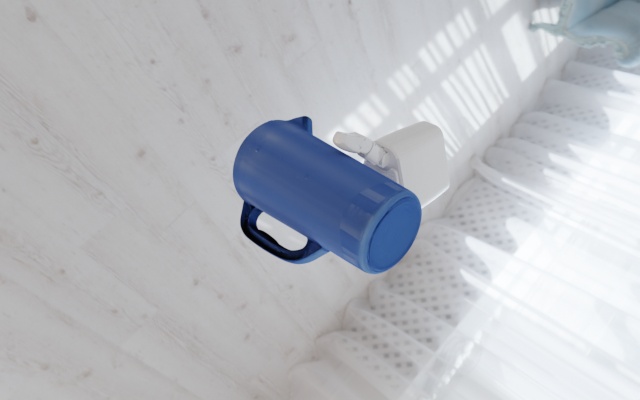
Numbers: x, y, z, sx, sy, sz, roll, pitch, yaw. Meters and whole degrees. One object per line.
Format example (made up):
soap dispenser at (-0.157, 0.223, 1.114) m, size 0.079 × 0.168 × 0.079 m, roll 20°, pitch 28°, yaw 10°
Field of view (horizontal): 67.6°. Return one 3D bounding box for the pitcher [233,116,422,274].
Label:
pitcher at (0.000, 0.002, 0.618) m, size 0.145 × 0.149 × 0.242 m, roll -26°, pitch 41°, yaw -33°
